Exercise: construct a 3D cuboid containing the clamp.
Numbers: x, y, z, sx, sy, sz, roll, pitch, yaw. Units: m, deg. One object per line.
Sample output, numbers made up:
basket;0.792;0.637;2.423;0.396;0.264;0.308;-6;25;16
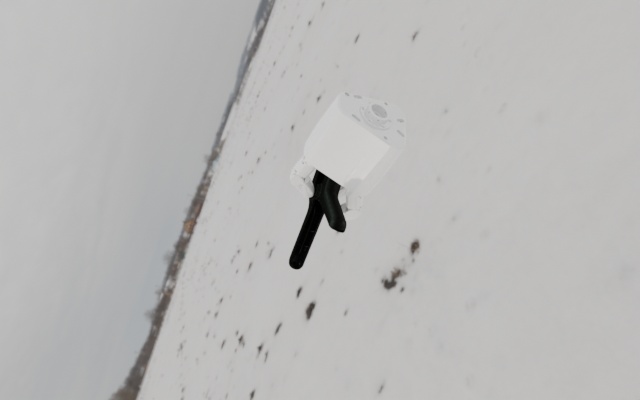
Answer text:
clamp;0.000;0.002;0.770;0.036;0.209;0.165;23;-42;-18
